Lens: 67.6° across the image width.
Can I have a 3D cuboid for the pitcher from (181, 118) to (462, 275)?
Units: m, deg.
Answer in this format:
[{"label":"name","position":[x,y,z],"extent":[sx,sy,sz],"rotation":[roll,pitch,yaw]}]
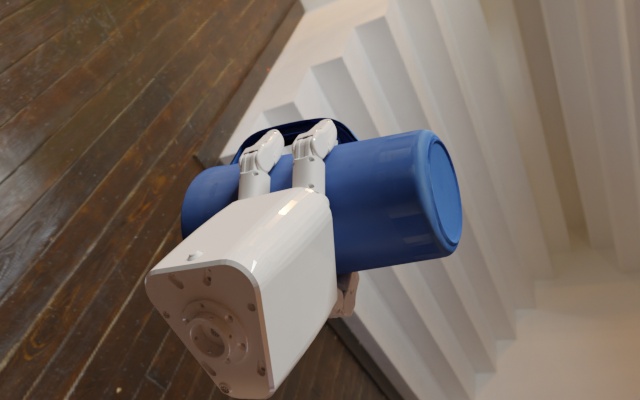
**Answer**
[{"label":"pitcher","position":[0.000,0.002,0.453],"extent":[0.243,0.149,0.145],"rotation":[-11,18,29]}]
